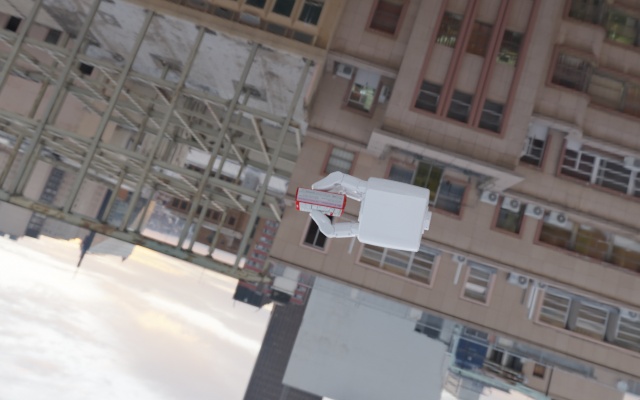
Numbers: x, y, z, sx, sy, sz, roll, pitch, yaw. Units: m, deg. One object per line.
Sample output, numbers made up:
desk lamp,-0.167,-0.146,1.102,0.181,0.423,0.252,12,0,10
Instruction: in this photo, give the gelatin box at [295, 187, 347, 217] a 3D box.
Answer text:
gelatin box,0.000,0.003,0.860,0.089,0.030,0.073,9,-12,0
